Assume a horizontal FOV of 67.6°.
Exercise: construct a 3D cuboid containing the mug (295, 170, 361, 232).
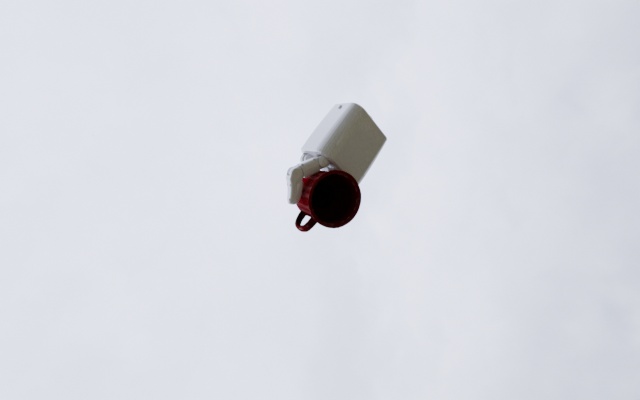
[{"bbox_3d":[-0.001,0.004,0.782,0.093,0.117,0.081,40,-10,-24],"label":"mug"}]
